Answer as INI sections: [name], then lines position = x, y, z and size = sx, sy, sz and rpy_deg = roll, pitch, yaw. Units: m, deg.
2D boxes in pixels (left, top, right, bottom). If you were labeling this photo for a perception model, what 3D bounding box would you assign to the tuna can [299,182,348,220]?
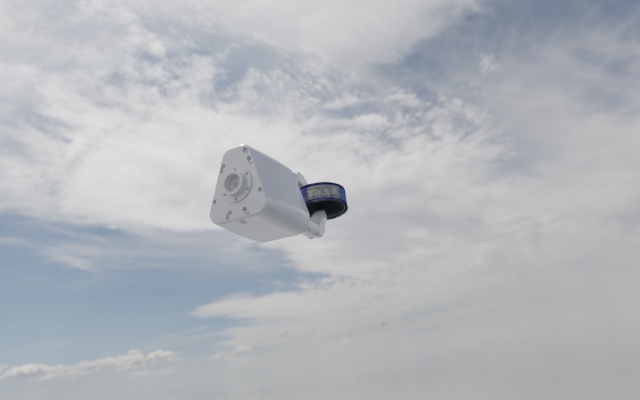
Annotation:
[tuna can]
position = 0.000, 0.002, 0.769
size = 0.086, 0.033, 0.086
rpy_deg = -6, -24, -2
